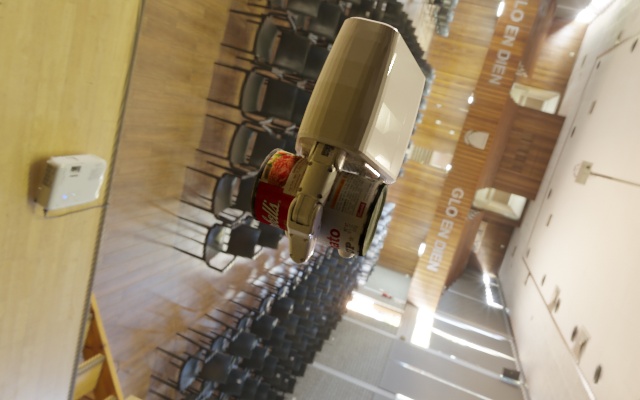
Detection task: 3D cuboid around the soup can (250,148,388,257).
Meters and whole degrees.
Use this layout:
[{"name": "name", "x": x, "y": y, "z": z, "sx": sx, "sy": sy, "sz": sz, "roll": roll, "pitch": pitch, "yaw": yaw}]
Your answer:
[{"name": "soup can", "x": 0.000, "y": 0.002, "z": 0.416, "sx": 0.102, "sy": 0.068, "sz": 0.068, "roll": 18, "pitch": 4, "yaw": 14}]
